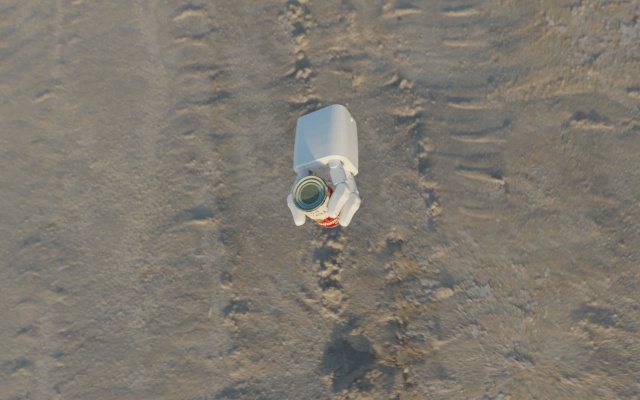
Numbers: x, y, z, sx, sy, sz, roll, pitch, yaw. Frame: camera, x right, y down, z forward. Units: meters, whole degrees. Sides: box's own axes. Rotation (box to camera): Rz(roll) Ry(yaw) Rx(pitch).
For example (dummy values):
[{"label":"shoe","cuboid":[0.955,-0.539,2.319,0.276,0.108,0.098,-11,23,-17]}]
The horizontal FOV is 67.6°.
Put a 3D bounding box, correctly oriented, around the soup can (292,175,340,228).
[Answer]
[{"label":"soup can","cuboid":[0.000,0.003,0.851,0.068,0.068,0.102,0,-18,23]}]
